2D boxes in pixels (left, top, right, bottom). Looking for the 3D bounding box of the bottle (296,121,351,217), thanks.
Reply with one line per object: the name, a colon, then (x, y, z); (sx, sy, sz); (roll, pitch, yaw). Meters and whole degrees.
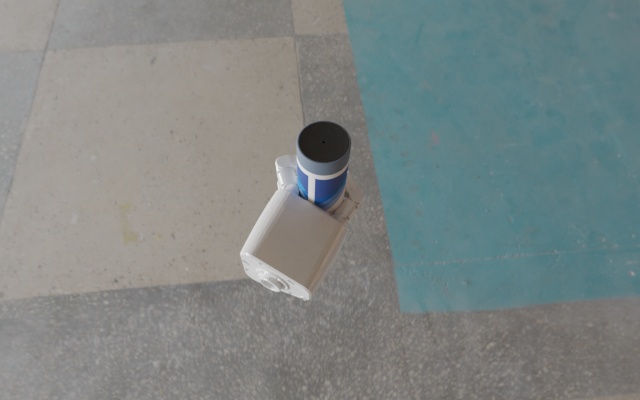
bottle: (0.000, 0.002, 0.703); (0.069, 0.069, 0.296); (0, -30, -2)
